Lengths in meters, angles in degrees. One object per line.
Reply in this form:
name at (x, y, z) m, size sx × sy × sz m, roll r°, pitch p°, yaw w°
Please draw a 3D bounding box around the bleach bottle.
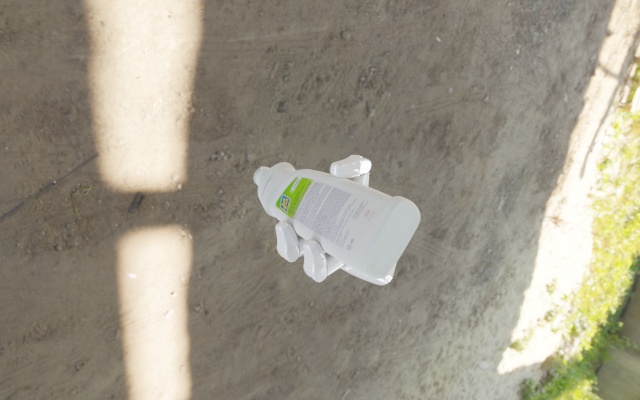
bleach bottle at (0.000, 0.002, 0.623) m, size 0.250 × 0.102 × 0.068 m, roll 29°, pitch -3°, yaw 41°
